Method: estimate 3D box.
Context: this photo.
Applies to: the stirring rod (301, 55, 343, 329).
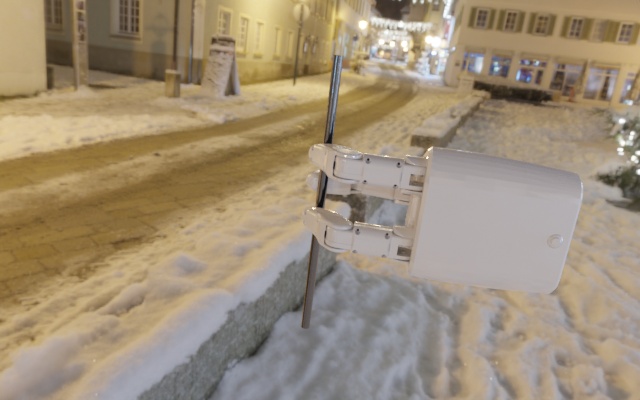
[{"bbox_3d":[0.000,0.001,0.407,0.011,0.239,0.011,6,16,-2],"label":"stirring rod"}]
